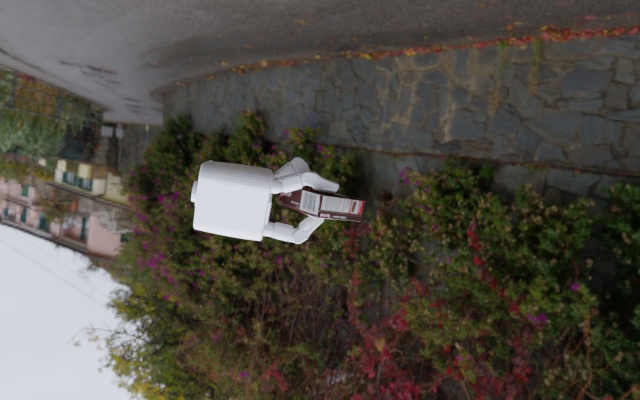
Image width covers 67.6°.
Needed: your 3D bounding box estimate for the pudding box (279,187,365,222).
[{"bbox_3d":[0.000,0.003,0.758,0.090,0.039,0.113,6,8,-37],"label":"pudding box"}]
